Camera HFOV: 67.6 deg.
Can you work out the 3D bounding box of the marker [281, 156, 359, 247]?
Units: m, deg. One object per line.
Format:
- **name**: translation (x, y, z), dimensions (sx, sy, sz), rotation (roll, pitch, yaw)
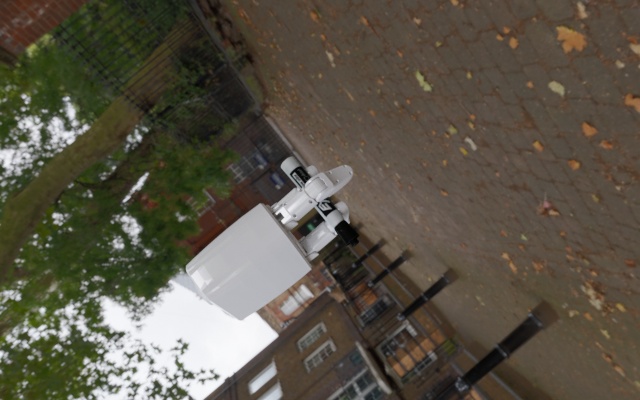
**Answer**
- **marker**: translation (0.000, 0.002, 0.517), dimensions (0.020, 0.121, 0.020), rotation (-36, -16, -12)
